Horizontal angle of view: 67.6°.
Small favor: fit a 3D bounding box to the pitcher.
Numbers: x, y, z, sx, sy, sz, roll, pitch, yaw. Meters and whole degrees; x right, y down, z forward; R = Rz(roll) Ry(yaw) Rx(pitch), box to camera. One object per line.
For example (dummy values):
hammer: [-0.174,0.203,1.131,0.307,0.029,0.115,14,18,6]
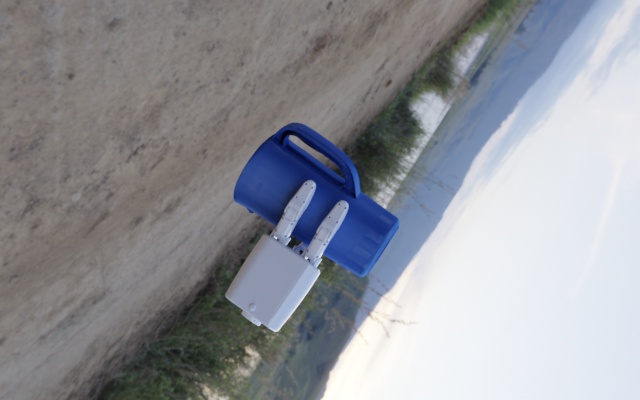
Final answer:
pitcher: [0.000,0.003,0.739,0.243,0.145,0.149,33,-12,8]
